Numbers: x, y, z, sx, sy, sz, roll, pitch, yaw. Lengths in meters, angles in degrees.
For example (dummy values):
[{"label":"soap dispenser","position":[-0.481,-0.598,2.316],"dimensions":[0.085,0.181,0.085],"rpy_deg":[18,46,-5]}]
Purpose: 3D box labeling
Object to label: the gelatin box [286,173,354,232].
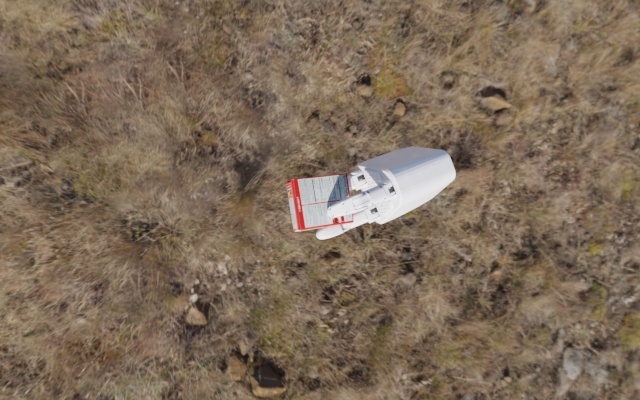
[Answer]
[{"label":"gelatin box","position":[0.000,0.002,0.684],"dimensions":[0.089,0.073,0.030],"rpy_deg":[-8,-3,-26]}]
